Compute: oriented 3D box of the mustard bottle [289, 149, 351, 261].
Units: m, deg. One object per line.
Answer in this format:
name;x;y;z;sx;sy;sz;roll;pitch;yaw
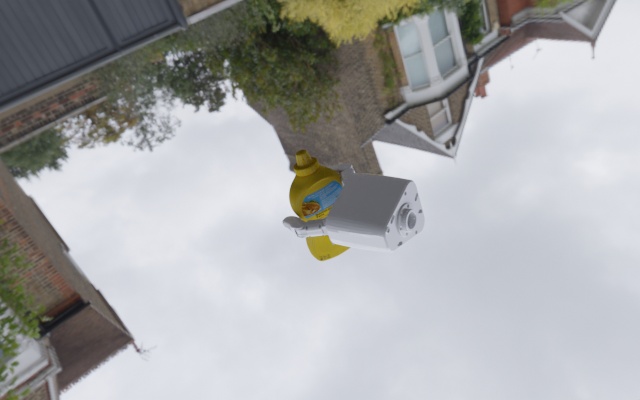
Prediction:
mustard bottle;0.000;0.003;0.791;0.096;0.192;0.058;-30;30;-15
